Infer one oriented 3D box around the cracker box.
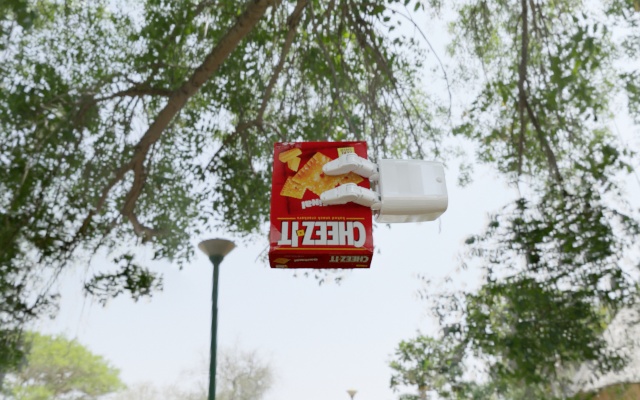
[{"bbox_3d":[0.000,0.003,0.793,0.164,0.213,0.072,0,-31,-1],"label":"cracker box"}]
